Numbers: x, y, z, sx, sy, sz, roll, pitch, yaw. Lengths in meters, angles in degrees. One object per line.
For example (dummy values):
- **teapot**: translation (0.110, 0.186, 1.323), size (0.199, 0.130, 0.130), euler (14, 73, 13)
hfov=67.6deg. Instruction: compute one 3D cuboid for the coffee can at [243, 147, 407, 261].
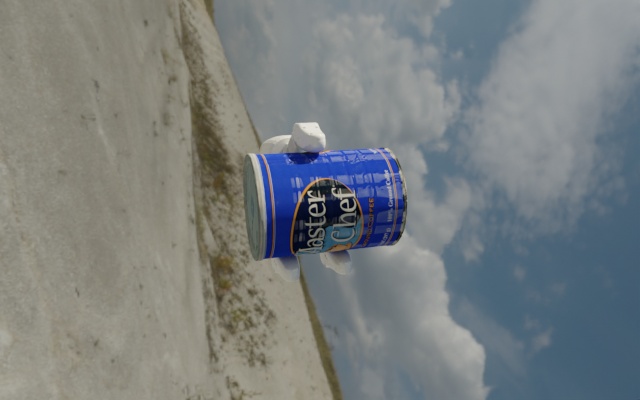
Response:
- **coffee can**: translation (0.000, 0.002, 0.473), size (0.140, 0.103, 0.103), euler (-4, 1, -15)
